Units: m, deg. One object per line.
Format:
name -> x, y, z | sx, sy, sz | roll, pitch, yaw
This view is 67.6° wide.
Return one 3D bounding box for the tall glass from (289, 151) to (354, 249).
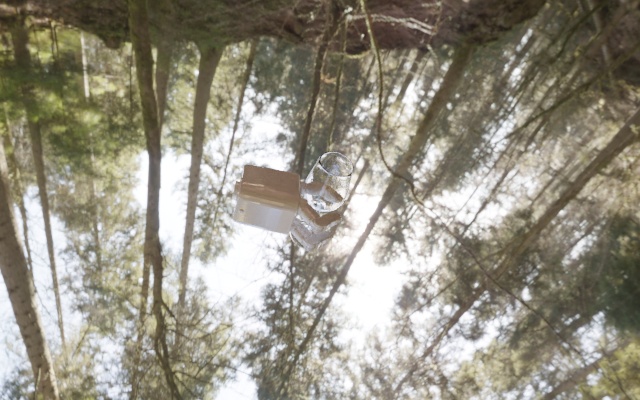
tall glass -> 0.000, 0.003, 0.880 | 0.079, 0.079, 0.201 | 0, -41, -22
